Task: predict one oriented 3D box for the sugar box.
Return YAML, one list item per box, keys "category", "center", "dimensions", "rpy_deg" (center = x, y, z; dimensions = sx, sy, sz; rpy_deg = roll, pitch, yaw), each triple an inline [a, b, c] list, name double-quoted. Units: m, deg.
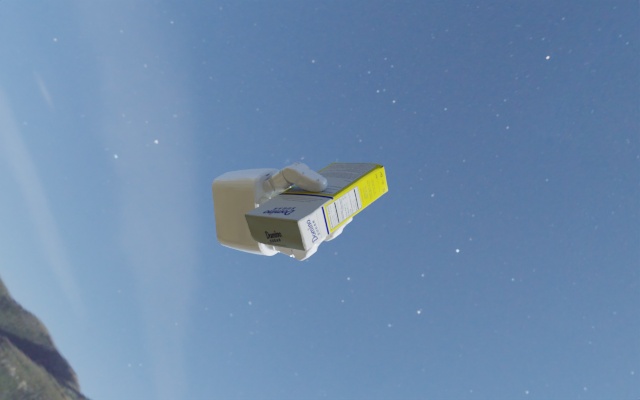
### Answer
- category: "sugar box"
  center: [0.000, 0.002, 0.609]
  dimensions: [0.093, 0.048, 0.176]
  rpy_deg: [5, 29, 42]
